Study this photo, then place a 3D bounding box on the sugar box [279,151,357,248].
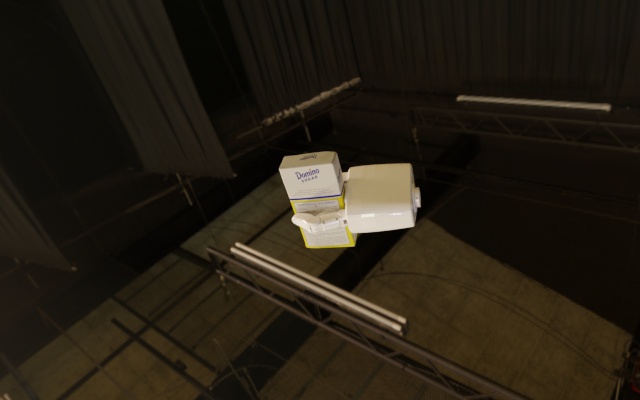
[{"bbox_3d":[0.000,0.002,0.814,0.093,0.176,0.048,-4,34,17],"label":"sugar box"}]
